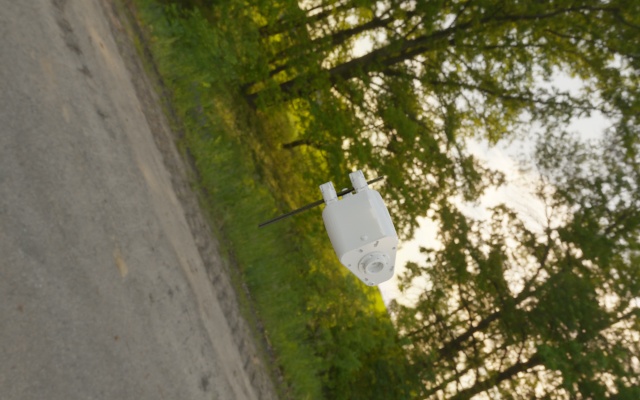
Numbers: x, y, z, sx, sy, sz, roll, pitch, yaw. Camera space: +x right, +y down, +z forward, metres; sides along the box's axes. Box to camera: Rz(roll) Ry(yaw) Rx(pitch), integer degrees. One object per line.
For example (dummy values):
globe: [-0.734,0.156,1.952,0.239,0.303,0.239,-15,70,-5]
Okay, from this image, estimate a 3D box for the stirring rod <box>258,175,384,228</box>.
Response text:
stirring rod: [0.000,0.003,0.858,0.239,0.011,0.011,-22,-1,3]
